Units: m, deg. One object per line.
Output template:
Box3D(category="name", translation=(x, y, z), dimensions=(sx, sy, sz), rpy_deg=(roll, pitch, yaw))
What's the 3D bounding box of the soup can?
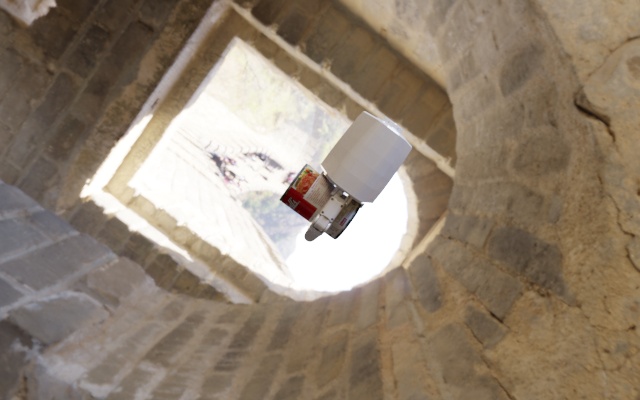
Box3D(category="soup can", translation=(0.000, 0.003, 0.701), dimensions=(0.102, 0.068, 0.068), rpy_deg=(36, -2, -2))
